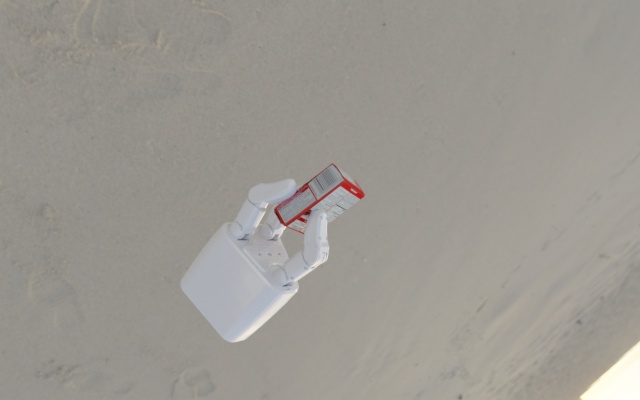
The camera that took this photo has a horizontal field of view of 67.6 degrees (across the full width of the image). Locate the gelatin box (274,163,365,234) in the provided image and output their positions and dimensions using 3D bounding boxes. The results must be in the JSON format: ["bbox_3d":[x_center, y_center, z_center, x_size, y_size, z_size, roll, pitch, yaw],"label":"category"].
[{"bbox_3d":[0.001,0.002,0.559,0.089,0.030,0.073,-37,-25,12],"label":"gelatin box"}]
